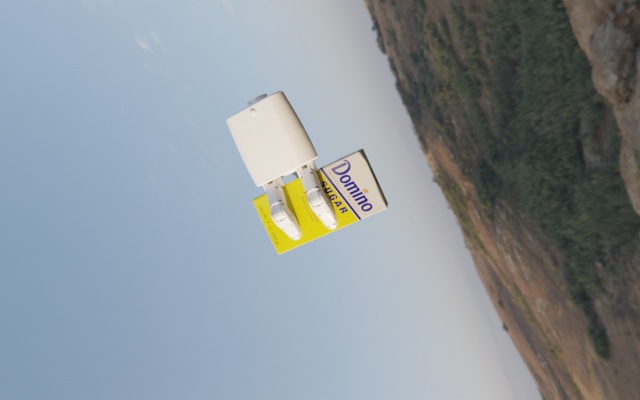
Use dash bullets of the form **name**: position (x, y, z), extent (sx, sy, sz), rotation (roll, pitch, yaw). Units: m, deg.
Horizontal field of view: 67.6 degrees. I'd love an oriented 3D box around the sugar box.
- **sugar box**: position (0.000, 0.002, 0.698), extent (0.176, 0.093, 0.048), rotation (-25, 5, 15)
